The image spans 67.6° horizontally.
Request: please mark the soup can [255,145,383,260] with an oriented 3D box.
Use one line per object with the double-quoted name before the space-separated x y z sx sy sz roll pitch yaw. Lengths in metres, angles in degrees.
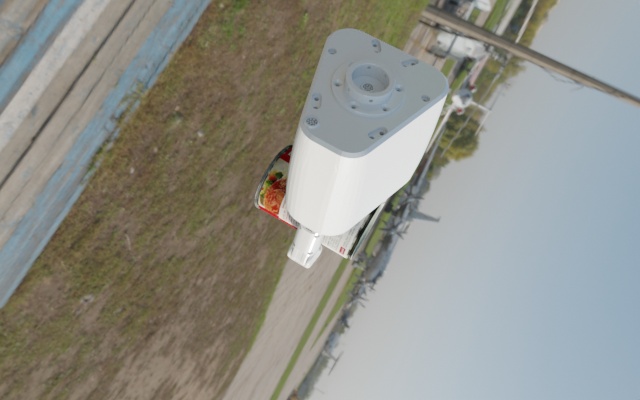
"soup can" 0.000 0.002 0.444 0.102 0.068 0.068 29 5 9
